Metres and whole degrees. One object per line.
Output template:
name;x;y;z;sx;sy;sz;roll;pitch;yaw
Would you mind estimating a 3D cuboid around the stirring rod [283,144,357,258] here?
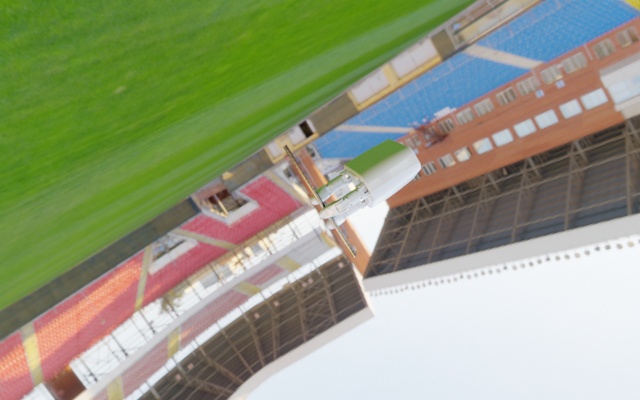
stirring rod;0.000;0.003;0.865;0.011;0.239;0.011;-32;8;5
